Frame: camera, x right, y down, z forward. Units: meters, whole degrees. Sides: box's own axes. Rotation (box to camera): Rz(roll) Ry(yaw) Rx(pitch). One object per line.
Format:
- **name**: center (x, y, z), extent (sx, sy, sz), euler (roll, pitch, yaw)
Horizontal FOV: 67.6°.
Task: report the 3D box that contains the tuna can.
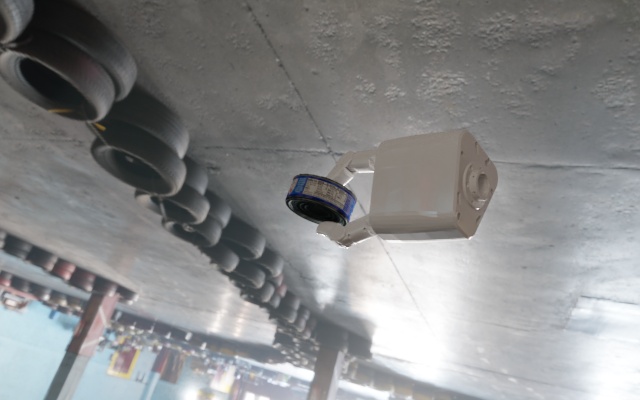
- **tuna can**: center (0.000, 0.002, 0.598), extent (0.086, 0.033, 0.086), euler (18, -20, 7)
